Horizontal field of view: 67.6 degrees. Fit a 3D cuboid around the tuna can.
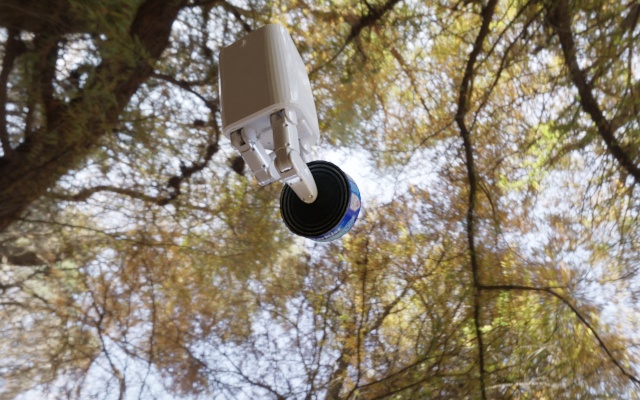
[{"bbox_3d":[0.000,0.002,0.518,0.086,0.086,0.034,0,-15,29],"label":"tuna can"}]
